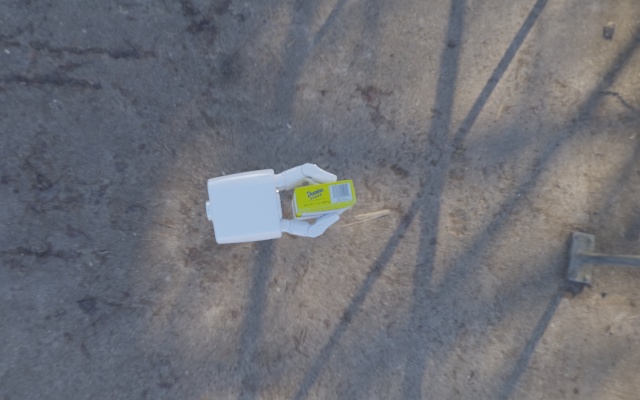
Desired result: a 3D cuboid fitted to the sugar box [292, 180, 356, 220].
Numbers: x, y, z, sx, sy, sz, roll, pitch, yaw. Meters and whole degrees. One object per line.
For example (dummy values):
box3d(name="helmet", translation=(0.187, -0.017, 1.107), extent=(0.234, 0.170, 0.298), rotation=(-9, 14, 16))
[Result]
box3d(name="sugar box", translation=(0.000, 0.002, 0.817), extent=(0.093, 0.048, 0.176), rotation=(-8, -3, -7))
